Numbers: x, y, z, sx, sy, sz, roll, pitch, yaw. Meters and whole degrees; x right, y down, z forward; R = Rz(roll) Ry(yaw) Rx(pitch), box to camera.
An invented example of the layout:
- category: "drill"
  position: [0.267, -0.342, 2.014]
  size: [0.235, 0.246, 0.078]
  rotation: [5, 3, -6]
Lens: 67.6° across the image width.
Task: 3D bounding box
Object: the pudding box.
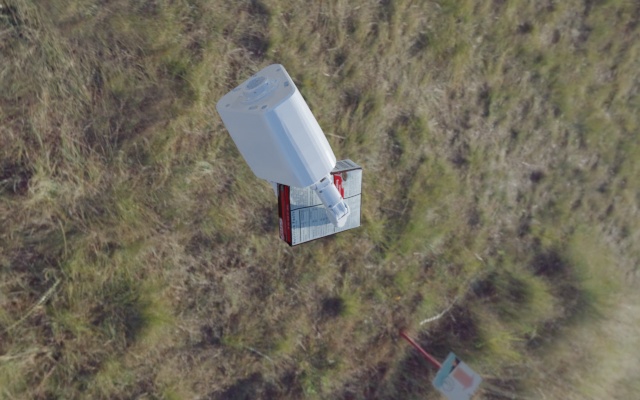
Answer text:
- category: "pudding box"
  position: [0.000, 0.002, 0.620]
  size: [0.113, 0.090, 0.039]
  rotation: [-13, 28, -27]
